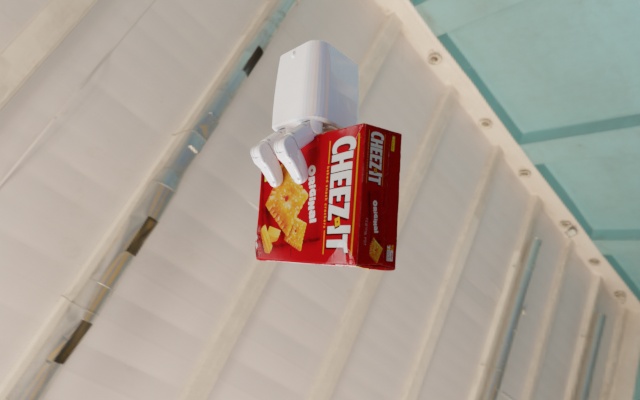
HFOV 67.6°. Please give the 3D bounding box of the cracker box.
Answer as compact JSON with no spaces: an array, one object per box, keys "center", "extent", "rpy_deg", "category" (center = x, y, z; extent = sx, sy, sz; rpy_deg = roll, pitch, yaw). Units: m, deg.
[{"center":[0.000,0.002,0.619],"extent":[0.072,0.164,0.214],"rpy_deg":[9,-9,-38],"category":"cracker box"}]
